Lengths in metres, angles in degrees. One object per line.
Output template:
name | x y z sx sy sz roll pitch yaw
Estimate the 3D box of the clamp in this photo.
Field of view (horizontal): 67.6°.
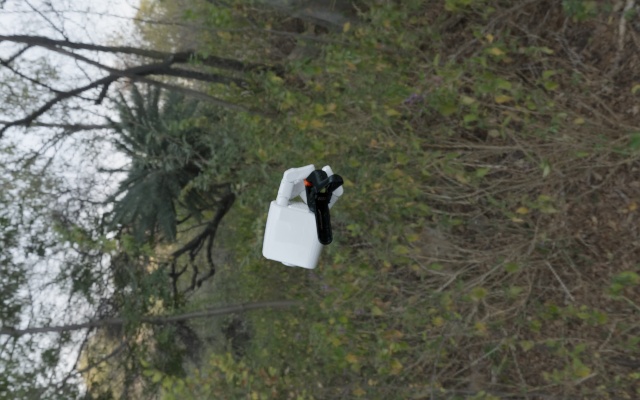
clamp | 0.000 0.002 0.836 0.039 0.120 0.171 11 9 -14
